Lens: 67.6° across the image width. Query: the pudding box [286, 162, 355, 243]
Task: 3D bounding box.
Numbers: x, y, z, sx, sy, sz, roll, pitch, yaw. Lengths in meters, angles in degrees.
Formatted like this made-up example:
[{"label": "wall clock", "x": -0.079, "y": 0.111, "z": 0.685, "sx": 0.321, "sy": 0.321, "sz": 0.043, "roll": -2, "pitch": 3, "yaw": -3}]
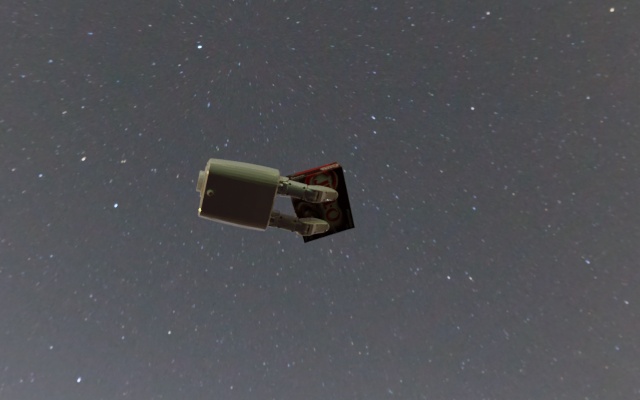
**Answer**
[{"label": "pudding box", "x": 0.000, "y": 0.003, "z": 0.781, "sx": 0.090, "sy": 0.113, "sz": 0.039, "roll": -16, "pitch": 23, "yaw": -7}]
